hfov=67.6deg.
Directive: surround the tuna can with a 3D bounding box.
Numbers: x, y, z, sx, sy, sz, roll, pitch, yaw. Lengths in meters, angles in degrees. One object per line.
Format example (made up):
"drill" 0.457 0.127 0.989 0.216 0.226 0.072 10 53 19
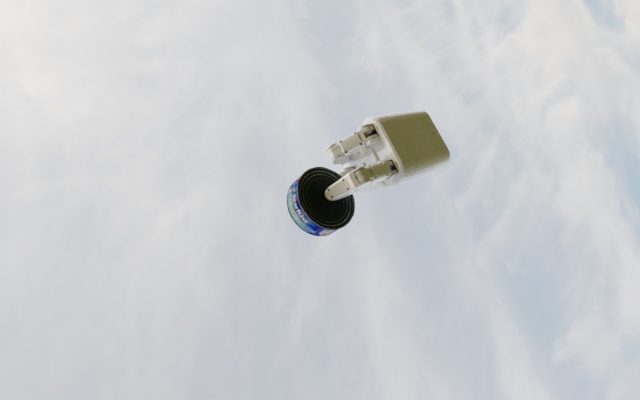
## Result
"tuna can" 0.000 0.002 0.614 0.086 0.086 0.034 0 -22 -34
